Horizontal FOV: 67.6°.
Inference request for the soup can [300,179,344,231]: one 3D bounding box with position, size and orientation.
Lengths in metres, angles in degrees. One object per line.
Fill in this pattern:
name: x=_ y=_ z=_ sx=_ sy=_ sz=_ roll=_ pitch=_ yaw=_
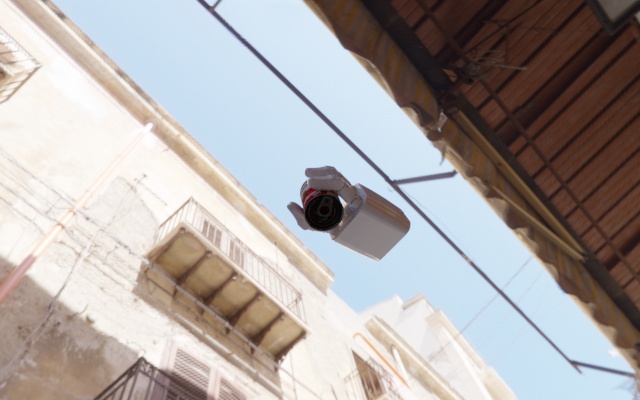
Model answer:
soup can: x=0.000 y=0.003 z=0.852 sx=0.068 sy=0.068 sz=0.102 roll=0 pitch=22 yaw=-8
